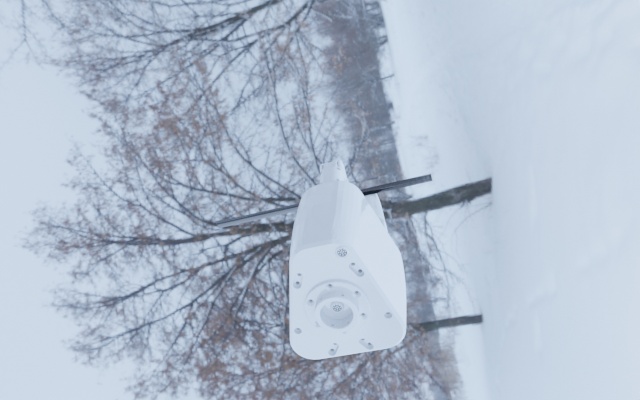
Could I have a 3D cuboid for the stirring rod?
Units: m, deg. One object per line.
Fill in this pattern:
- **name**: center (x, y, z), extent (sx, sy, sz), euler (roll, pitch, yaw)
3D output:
- **stirring rod**: center (0.000, 0.002, 0.519), extent (0.239, 0.011, 0.011), euler (-13, -2, 11)
